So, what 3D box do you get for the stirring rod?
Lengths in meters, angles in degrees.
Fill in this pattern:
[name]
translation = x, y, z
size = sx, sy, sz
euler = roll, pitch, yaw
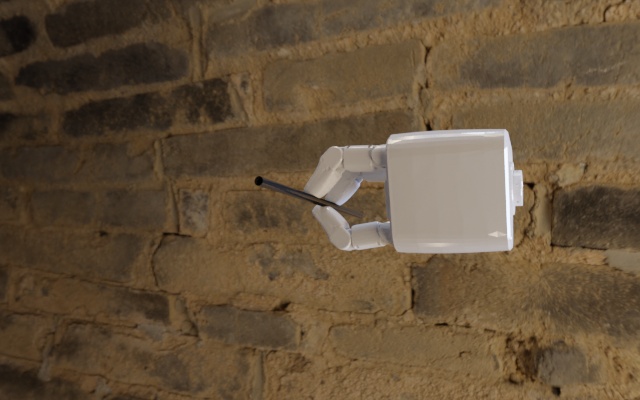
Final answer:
[stirring rod]
translation = 0.000, 0.002, 0.493
size = 0.011, 0.011, 0.239
euler = 0, -8, 25
